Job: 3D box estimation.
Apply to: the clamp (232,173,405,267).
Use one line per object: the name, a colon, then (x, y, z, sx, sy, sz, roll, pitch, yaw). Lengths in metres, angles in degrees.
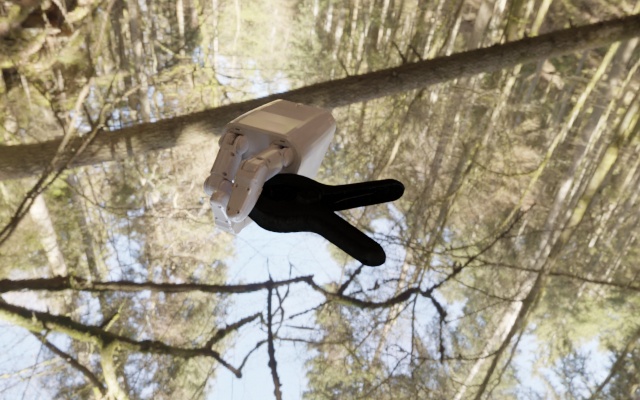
clamp: (0.000, 0.002, 0.474, 0.171, 0.039, 0.120, 17, 34, 19)
